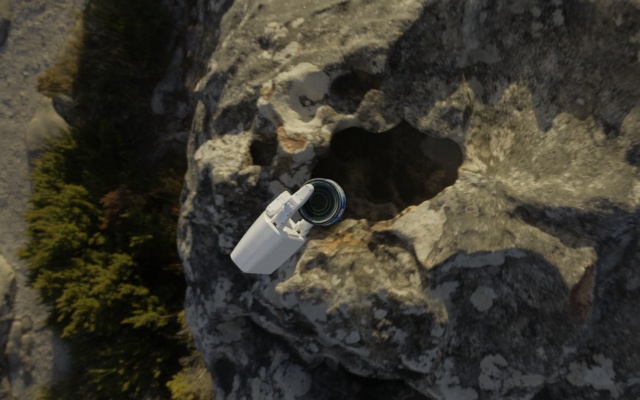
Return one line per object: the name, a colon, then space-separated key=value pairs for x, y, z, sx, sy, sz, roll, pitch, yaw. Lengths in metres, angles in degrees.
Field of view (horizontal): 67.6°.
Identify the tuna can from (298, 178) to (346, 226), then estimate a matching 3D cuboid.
tuna can: x=0.000 y=0.003 z=0.857 sx=0.086 sy=0.086 sz=0.034 roll=0 pitch=-2 yaw=16
